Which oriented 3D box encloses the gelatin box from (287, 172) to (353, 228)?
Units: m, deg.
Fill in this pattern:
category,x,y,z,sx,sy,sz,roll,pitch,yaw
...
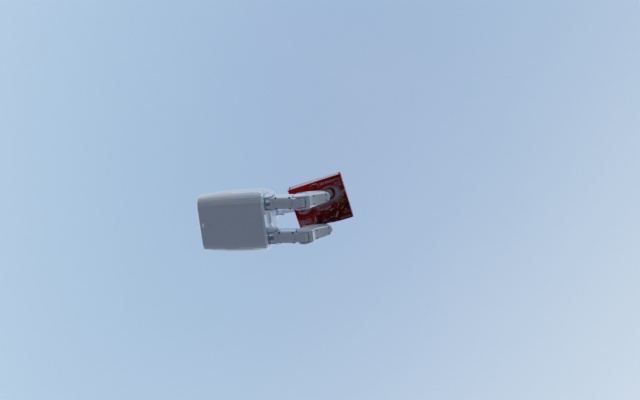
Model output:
category,x,y,z,sx,sy,sz,roll,pitch,yaw
gelatin box,0.000,0.002,0.762,0.089,0.073,0.030,-17,10,5
